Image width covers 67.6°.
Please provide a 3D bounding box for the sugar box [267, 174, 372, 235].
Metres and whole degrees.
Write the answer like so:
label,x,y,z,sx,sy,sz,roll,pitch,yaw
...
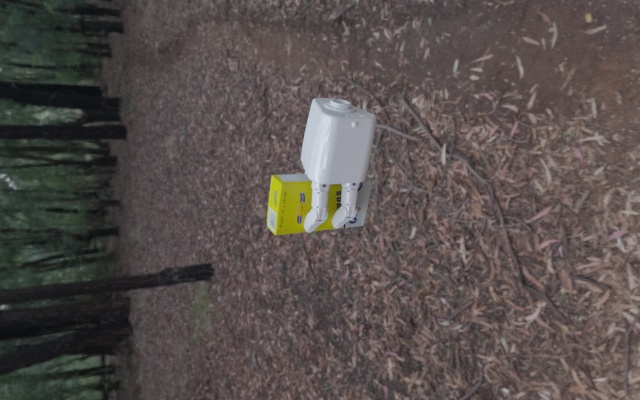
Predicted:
label,x,y,z,sx,sy,sz,roll,pitch,yaw
sugar box,0.000,0.003,0.804,0.176,0.093,0.048,-4,26,-28
